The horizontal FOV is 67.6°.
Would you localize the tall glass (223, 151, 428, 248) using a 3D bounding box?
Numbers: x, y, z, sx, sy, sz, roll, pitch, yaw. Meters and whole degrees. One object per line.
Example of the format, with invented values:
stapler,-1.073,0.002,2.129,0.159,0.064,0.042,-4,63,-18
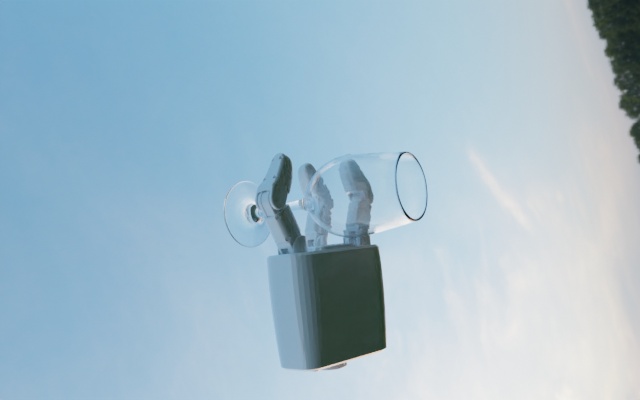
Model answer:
tall glass,-0.001,0.001,0.470,0.201,0.079,0.079,-10,-6,36
